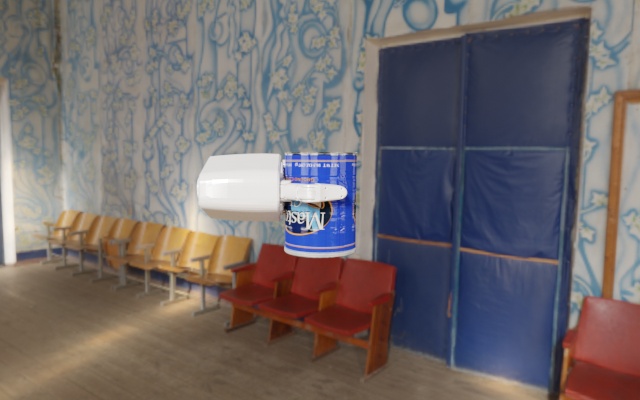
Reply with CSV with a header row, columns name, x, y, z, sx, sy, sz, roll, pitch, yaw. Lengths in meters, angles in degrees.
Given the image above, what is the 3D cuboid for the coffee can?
name,x,y,z,sx,sy,sz,roll,pitch,yaw
coffee can,0.000,0.002,0.675,0.103,0.140,0.103,0,5,0
